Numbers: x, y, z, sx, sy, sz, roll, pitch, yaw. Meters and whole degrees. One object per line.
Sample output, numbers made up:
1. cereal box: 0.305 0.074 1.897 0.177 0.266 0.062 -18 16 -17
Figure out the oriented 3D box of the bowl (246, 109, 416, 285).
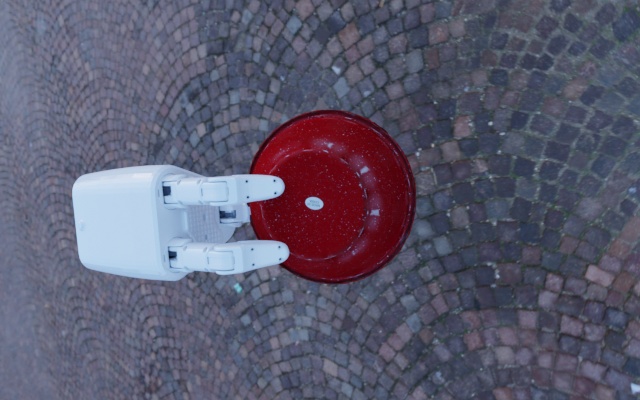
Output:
1. bowl: 0.001 0.001 0.414 0.162 0.162 0.055 0 7 15
